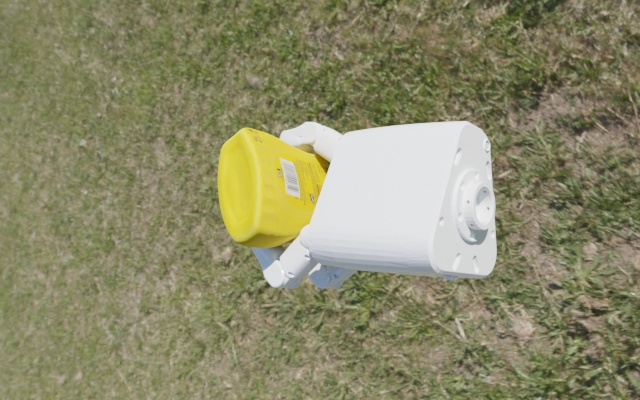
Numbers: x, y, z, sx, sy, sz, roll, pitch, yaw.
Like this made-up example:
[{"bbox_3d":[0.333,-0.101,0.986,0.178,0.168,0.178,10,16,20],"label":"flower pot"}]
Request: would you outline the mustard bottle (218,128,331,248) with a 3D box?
[{"bbox_3d":[0.000,0.001,0.443,0.191,0.096,0.058,13,-35,-44],"label":"mustard bottle"}]
